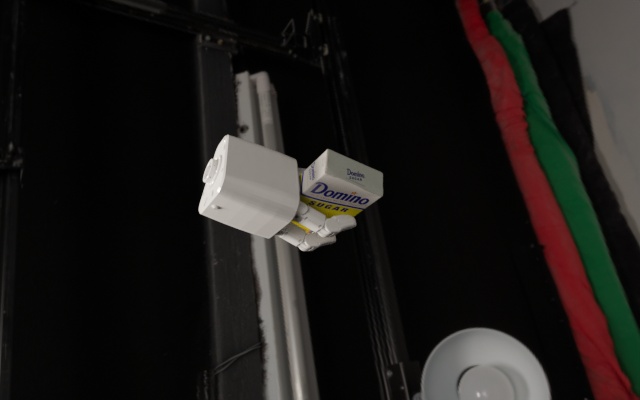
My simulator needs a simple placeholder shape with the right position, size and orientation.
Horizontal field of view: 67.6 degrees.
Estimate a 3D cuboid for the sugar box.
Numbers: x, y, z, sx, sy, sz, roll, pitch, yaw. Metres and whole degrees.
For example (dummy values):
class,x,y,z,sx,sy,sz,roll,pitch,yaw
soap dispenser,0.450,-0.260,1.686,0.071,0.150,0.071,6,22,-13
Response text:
class,x,y,z,sx,sy,sz,roll,pitch,yaw
sugar box,0.000,0.003,0.682,0.093,0.048,0.176,21,-34,-24
